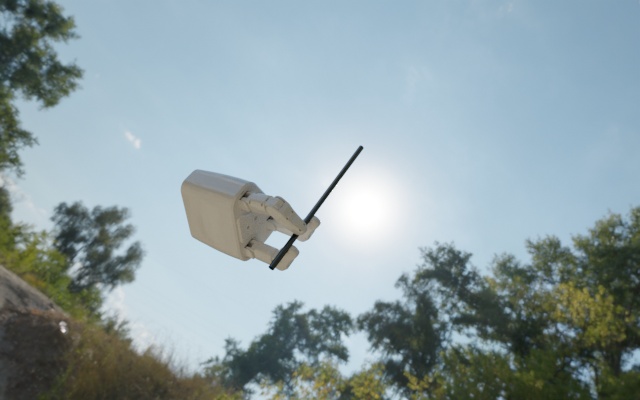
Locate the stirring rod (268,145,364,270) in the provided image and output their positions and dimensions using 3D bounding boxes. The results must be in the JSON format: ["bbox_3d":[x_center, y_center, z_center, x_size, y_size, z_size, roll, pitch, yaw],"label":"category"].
[{"bbox_3d":[0.000,0.002,0.655,0.011,0.011,0.239,0,43,45],"label":"stirring rod"}]
